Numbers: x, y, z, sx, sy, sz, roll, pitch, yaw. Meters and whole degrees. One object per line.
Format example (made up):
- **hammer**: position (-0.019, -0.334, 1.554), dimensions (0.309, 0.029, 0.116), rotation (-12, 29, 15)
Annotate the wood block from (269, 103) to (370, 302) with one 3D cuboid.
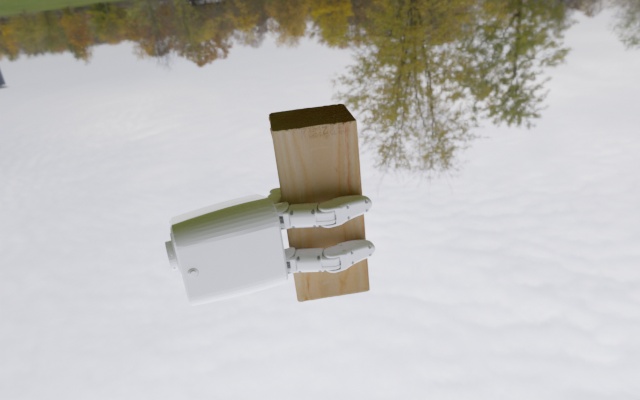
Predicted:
- **wood block**: position (0.000, 0.002, 0.558), dimensions (0.090, 0.206, 0.090), rotation (-8, 24, -5)
